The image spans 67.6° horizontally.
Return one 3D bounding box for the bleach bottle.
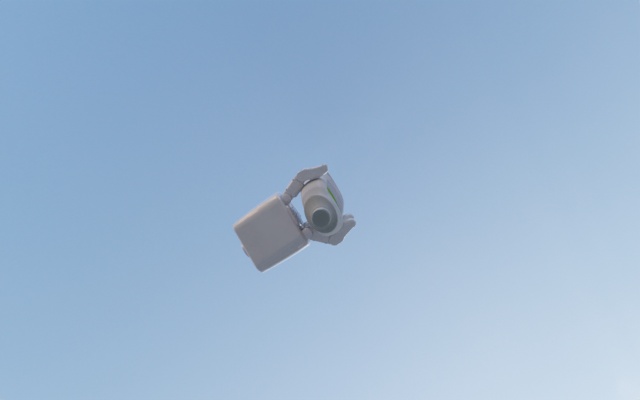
[{"bbox_3d":[0.000,0.003,0.857,0.068,0.102,0.251,-32,6,6],"label":"bleach bottle"}]
